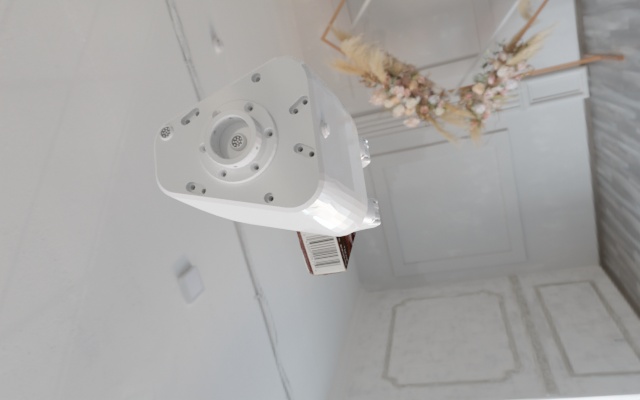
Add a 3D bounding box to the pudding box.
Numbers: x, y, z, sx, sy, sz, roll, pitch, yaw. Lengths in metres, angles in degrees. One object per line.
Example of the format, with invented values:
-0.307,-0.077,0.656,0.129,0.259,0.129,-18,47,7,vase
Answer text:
0.000,0.002,0.454,0.039,0.113,0.090,-10,17,14,pudding box
